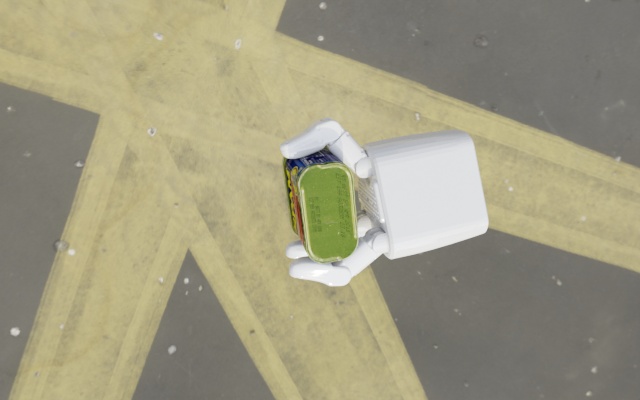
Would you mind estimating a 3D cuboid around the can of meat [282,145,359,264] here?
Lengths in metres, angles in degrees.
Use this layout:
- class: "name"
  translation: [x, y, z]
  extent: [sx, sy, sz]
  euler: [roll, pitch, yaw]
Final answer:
- class: "can of meat"
  translation: [0.000, 0.002, 0.473]
  extent: [0.057, 0.102, 0.084]
  euler: [-10, 18, -10]
